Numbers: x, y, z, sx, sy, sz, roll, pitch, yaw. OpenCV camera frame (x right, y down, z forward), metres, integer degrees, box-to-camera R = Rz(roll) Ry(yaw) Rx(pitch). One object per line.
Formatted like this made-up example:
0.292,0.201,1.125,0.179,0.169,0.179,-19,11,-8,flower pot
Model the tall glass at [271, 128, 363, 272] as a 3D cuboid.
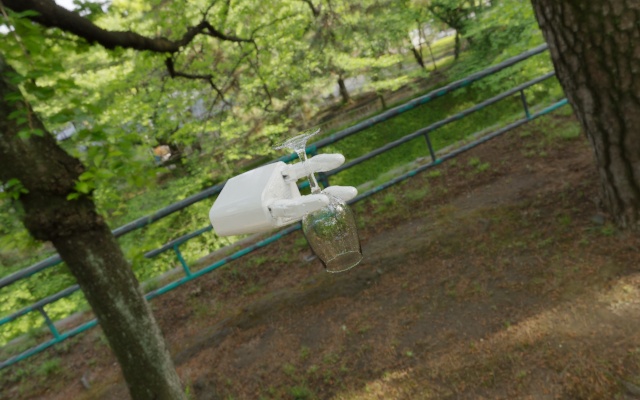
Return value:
0.000,0.002,0.689,0.079,0.201,0.079,-20,16,6,tall glass
